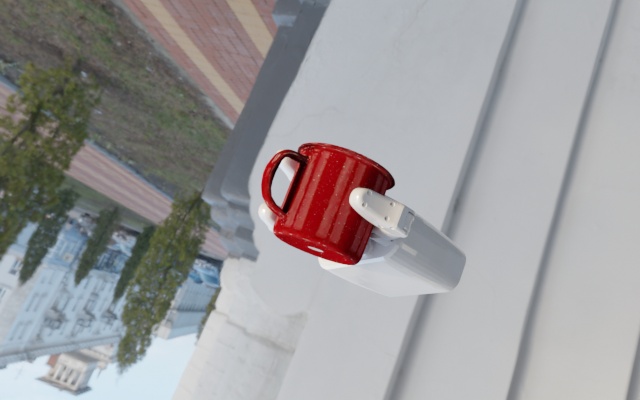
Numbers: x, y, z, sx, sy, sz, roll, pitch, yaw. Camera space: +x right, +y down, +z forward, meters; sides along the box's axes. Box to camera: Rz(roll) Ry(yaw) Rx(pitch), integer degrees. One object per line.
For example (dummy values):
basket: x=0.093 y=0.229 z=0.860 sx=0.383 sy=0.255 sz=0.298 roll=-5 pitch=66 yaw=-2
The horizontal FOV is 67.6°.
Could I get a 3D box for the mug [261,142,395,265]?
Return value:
mug: x=-0.001 y=0.001 z=0.414 sx=0.117 sy=0.081 sz=0.093 roll=30 pitch=-16 yaw=-32
